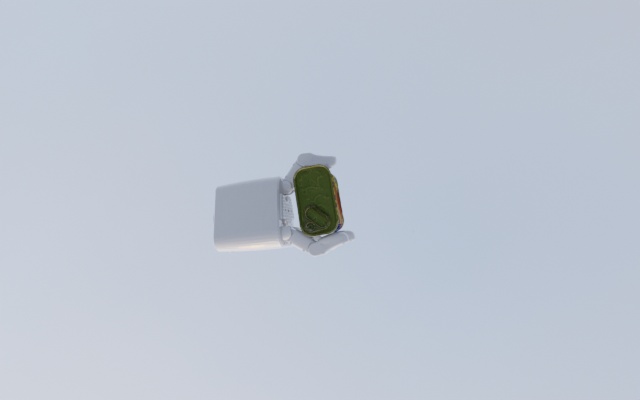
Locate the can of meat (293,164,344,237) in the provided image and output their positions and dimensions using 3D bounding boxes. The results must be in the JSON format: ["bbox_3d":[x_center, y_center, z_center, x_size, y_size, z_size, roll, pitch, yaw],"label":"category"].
[{"bbox_3d":[0.000,0.002,0.725,0.057,0.102,0.084,-10,-5,10],"label":"can of meat"}]
